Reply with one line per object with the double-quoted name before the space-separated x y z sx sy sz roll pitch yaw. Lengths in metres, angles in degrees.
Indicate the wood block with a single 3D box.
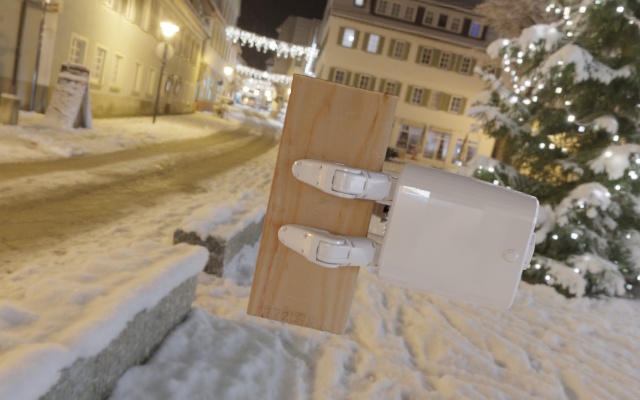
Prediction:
"wood block" 0.001 0.001 0.438 0.090 0.206 0.091 12 8 0
